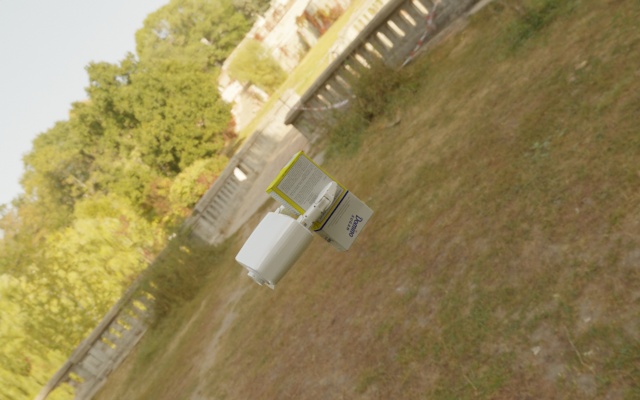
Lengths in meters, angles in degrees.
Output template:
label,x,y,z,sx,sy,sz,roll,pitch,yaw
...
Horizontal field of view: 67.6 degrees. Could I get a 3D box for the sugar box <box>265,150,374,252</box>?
label,x,y,z,sx,sy,sz,roll,pitch,yaw
sugar box,0.000,0.003,0.851,0.176,0.093,0.048,41,-20,-12
